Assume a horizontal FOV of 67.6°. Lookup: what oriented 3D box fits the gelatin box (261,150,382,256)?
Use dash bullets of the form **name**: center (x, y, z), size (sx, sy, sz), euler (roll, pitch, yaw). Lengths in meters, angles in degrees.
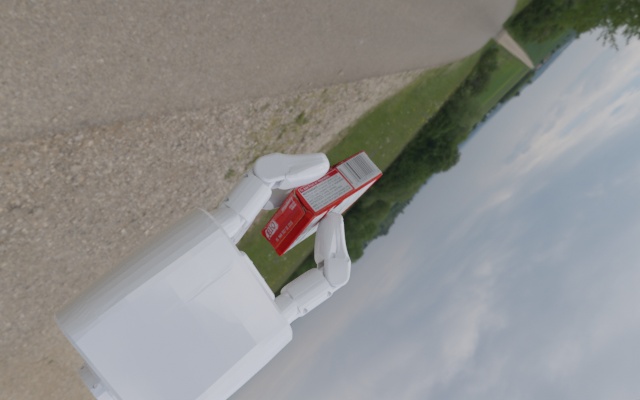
- **gelatin box**: center (0.001, 0.002, 0.403), size (0.089, 0.030, 0.073), euler (-31, -11, -38)
